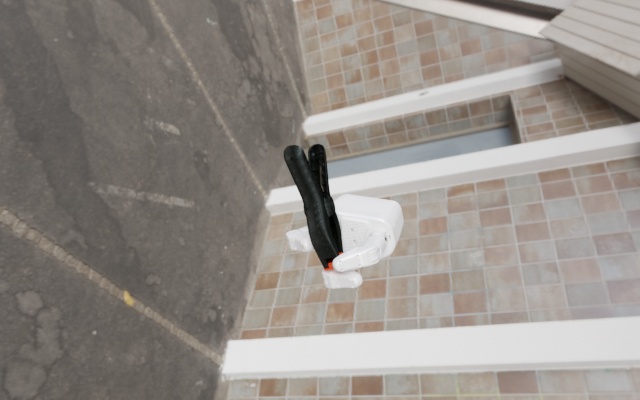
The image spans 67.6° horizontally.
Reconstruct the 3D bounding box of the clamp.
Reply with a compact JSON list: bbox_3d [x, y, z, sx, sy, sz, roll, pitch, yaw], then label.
[{"bbox_3d":[0.001,0.002,0.624,0.039,0.171,0.120,-9,14,22],"label":"clamp"}]
